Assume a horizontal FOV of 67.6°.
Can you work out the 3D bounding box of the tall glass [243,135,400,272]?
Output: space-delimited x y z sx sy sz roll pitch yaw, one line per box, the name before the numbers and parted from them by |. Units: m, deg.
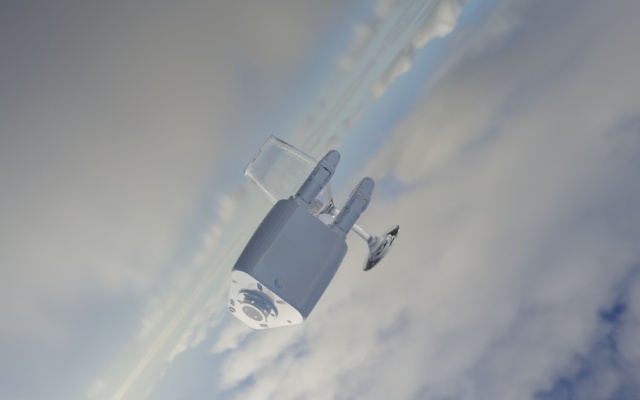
tall glass | 0.001 0.002 0.609 0.201 0.079 0.079 38 -4 -5
